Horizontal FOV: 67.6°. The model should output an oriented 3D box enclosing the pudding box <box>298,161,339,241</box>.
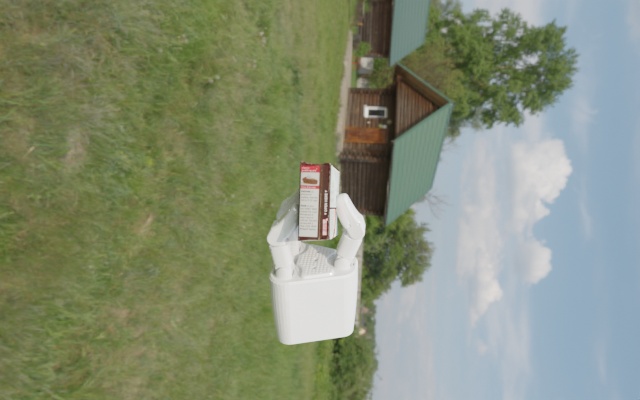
[{"bbox_3d":[0.000,0.002,0.579,0.039,0.090,0.113,1,-1,6],"label":"pudding box"}]
